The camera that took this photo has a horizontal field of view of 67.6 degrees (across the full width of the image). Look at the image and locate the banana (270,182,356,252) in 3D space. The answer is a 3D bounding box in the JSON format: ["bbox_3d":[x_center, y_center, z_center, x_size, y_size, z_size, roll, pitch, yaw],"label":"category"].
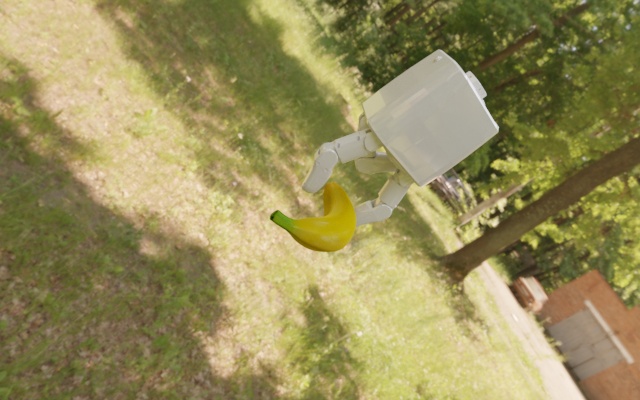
[{"bbox_3d":[0.010,0.017,0.518,0.037,0.069,0.198,-36,-2,17],"label":"banana"}]
